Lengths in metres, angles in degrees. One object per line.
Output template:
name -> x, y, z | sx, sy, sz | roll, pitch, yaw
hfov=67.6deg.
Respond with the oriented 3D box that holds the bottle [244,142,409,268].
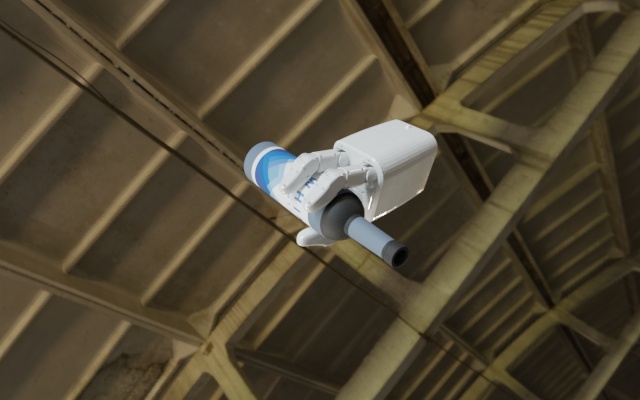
bottle -> 0.000, 0.002, 0.618 | 0.069, 0.069, 0.295 | 0, 24, -40
